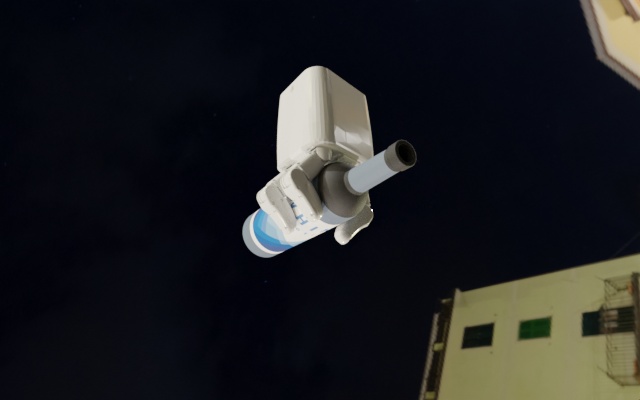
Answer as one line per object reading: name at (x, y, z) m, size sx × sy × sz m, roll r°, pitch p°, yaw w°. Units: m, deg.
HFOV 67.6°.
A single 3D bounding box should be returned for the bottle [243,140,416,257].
bottle at (0.000, 0.002, 0.561) m, size 0.069 × 0.069 × 0.296 m, roll 0°, pitch -18°, yaw -35°
